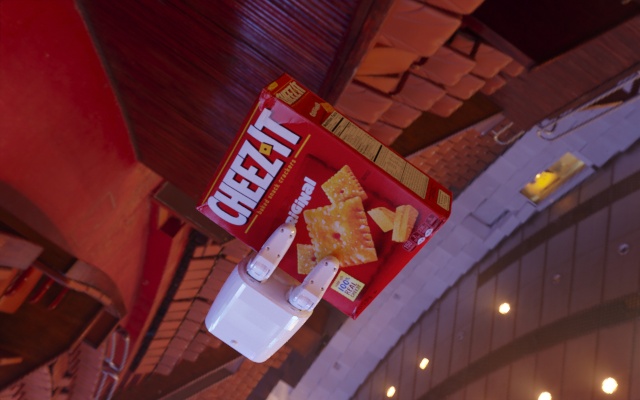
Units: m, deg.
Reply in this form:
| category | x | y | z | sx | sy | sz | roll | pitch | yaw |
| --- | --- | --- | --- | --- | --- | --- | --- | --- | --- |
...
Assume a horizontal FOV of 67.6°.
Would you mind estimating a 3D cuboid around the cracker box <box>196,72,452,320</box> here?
| category | x | y | z | sx | sy | sz | roll | pitch | yaw |
| --- | --- | --- | --- | --- | --- | --- | --- | --- | --- |
| cracker box | 0.000 | 0.002 | 0.496 | 0.214 | 0.164 | 0.072 | 35 | 30 | -3 |
